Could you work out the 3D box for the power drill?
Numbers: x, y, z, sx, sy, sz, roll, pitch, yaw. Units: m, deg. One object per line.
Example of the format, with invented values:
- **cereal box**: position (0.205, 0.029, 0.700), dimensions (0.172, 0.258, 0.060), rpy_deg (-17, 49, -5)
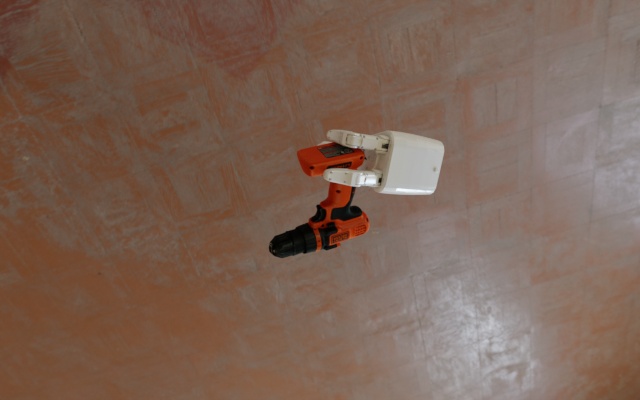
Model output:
- **power drill**: position (0.000, 0.002, 0.780), dimensions (0.184, 0.188, 0.057), rpy_deg (-16, 41, -24)
